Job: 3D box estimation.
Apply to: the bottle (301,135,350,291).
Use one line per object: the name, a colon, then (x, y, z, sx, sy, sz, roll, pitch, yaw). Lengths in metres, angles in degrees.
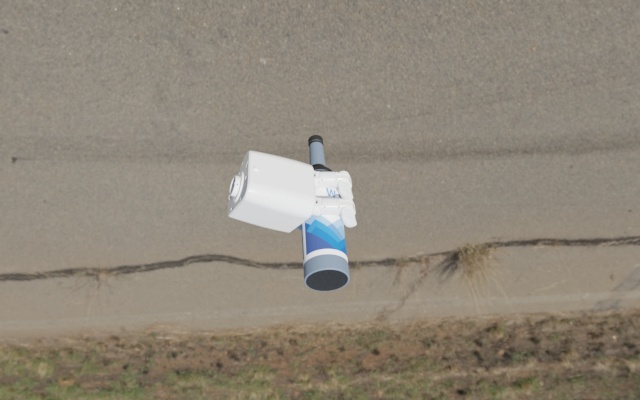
bottle: (0.000, 0.003, 0.785, 0.069, 0.295, 0.069, -3, -39, -2)
